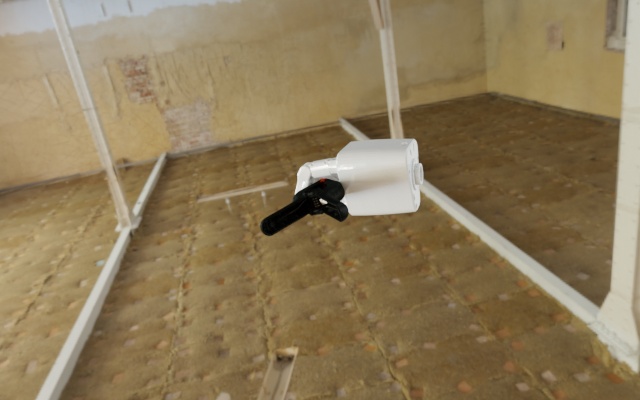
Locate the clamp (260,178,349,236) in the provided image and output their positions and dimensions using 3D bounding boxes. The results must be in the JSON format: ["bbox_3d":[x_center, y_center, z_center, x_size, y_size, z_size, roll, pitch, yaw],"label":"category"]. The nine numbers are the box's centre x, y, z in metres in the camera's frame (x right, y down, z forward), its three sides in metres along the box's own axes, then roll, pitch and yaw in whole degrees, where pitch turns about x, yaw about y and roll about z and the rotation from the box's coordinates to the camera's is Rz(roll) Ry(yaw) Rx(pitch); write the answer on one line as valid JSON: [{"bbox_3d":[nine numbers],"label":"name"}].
[{"bbox_3d":[0.000,0.003,0.678,0.120,0.039,0.171,-3,21,23],"label":"clamp"}]
